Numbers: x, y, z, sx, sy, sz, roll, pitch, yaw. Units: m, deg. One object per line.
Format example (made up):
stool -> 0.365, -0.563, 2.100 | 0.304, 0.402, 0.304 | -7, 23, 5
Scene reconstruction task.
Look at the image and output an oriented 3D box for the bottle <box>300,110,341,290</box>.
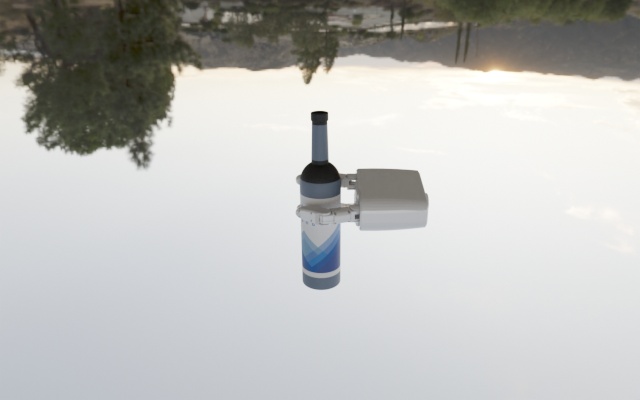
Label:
bottle -> 0.000, 0.003, 0.778 | 0.069, 0.296, 0.069 | -1, 22, 0
